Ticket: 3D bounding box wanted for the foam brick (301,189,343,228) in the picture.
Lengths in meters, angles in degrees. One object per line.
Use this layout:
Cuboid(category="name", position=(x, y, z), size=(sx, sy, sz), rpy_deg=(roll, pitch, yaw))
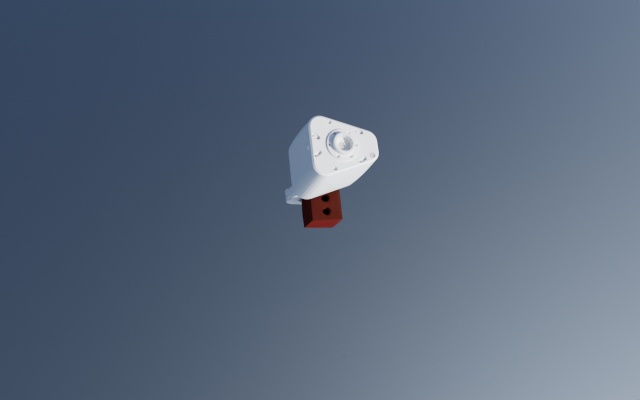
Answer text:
Cuboid(category="foam brick", position=(0.000, 0.003, 0.789), size=(0.053, 0.078, 0.051), rpy_deg=(-1, -15, -19))
